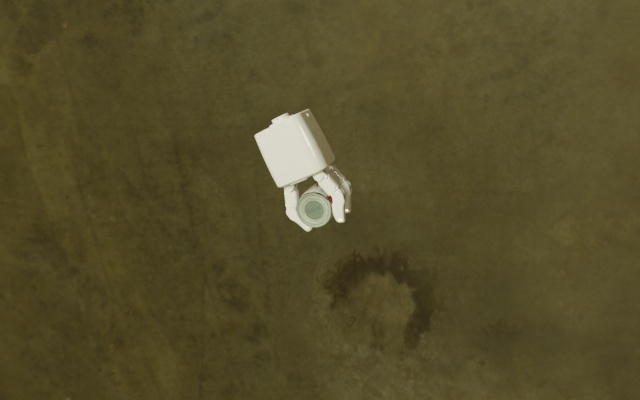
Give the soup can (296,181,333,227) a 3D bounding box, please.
[{"bbox_3d":[0.000,0.003,0.892,0.068,0.068,0.102,0,17,15],"label":"soup can"}]
